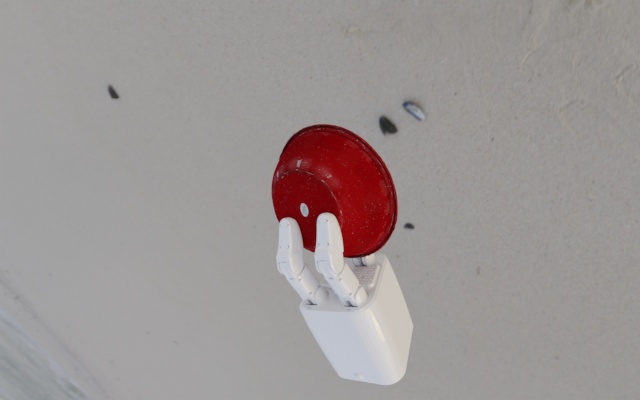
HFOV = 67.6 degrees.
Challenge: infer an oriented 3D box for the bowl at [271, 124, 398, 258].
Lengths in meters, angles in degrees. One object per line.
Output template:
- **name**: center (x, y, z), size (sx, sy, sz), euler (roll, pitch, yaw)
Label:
- **bowl**: center (-0.001, 0.001, 0.519), size (0.162, 0.162, 0.055), euler (0, 21, 38)
